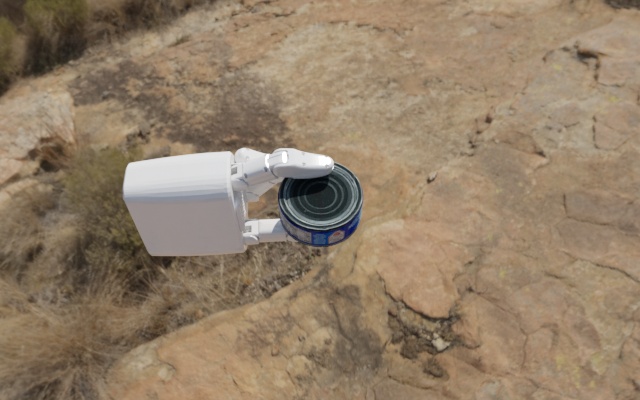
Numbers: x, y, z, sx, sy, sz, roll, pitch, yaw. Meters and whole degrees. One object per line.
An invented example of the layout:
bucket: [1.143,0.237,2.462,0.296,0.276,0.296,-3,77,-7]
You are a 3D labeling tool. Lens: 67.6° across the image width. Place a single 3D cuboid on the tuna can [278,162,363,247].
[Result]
tuna can: [0.000,0.001,0.480,0.086,0.086,0.034,0,-33,-1]
